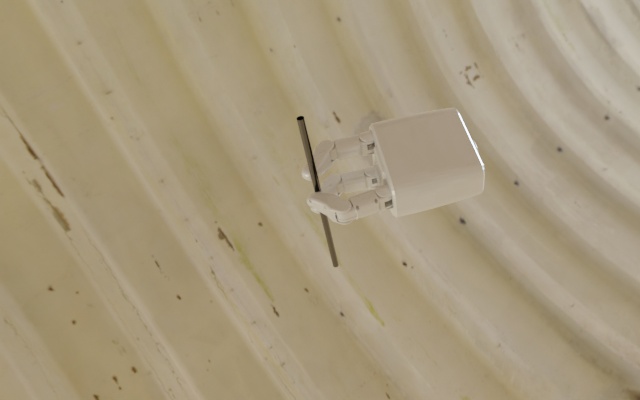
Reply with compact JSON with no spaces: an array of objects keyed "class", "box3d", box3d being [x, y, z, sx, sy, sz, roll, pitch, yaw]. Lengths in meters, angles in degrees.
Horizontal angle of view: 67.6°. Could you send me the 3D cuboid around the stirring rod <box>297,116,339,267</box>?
[{"class":"stirring rod","box3d":[0.000,0.002,0.571,0.011,0.240,0.011,-7,43,7]}]
